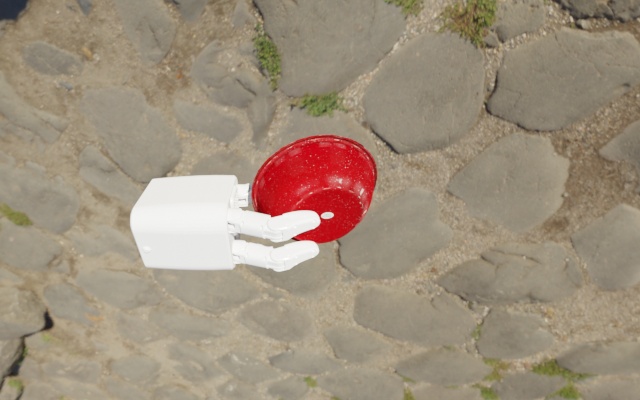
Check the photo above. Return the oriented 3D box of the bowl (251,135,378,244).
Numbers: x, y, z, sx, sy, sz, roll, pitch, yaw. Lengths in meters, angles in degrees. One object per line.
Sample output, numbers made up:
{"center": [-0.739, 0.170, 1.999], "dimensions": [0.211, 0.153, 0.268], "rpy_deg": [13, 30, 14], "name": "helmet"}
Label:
{"center": [0.001, 0.002, 0.578], "dimensions": [0.162, 0.162, 0.055], "rpy_deg": [0, 42, -19], "name": "bowl"}
